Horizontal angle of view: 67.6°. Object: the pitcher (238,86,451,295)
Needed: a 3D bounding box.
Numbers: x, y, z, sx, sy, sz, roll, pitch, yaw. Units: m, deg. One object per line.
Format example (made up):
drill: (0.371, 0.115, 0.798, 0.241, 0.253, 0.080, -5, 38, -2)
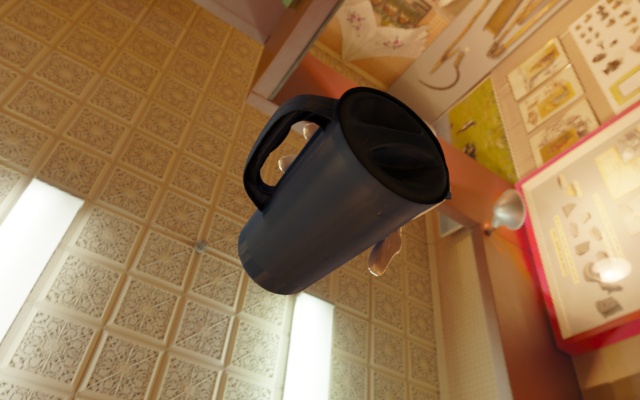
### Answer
pitcher: (0.000, 0.002, 0.506, 0.145, 0.149, 0.243, -19, -18, -47)
